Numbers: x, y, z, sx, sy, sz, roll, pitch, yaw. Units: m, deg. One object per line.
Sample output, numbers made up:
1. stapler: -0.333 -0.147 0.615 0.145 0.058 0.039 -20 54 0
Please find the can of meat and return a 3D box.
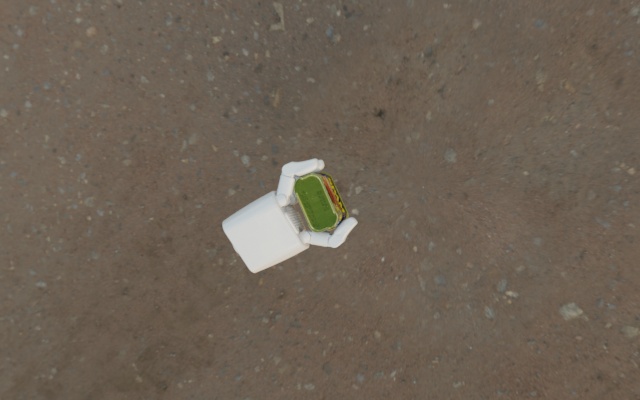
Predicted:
1. can of meat: 0.000 0.003 0.807 0.057 0.102 0.084 -25 -3 12
